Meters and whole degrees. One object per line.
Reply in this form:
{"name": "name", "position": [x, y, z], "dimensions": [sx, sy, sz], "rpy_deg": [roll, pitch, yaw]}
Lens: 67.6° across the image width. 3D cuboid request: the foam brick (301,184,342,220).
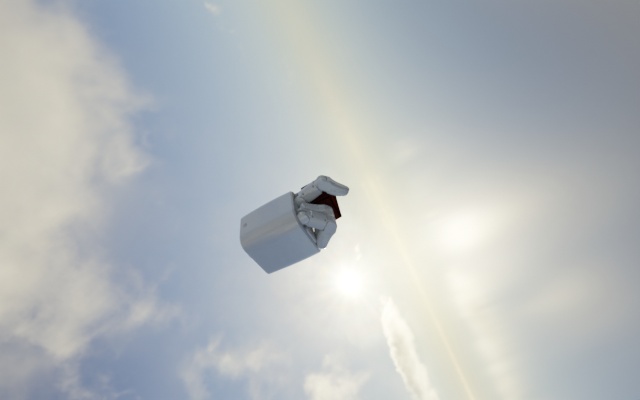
{"name": "foam brick", "position": [0.000, 0.003, 0.864], "dimensions": [0.051, 0.053, 0.078], "rpy_deg": [-27, 29, 9]}
